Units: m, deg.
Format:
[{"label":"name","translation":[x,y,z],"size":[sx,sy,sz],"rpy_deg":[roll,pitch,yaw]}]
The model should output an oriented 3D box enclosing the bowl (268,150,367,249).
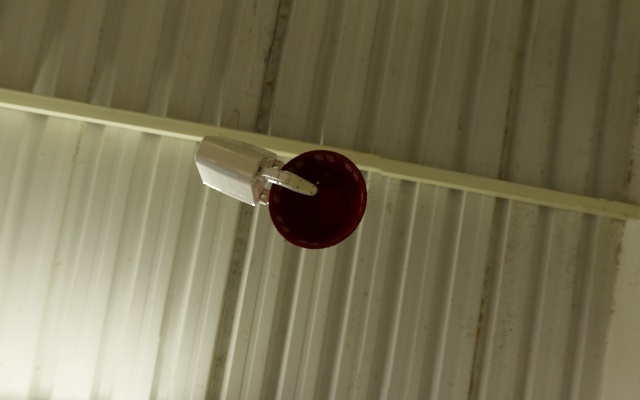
[{"label":"bowl","translation":[0.001,0.003,0.774],"size":[0.162,0.162,0.055],"rpy_deg":[0,-14,15]}]
